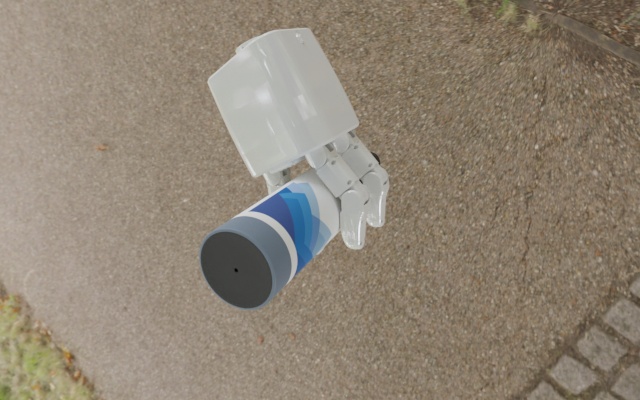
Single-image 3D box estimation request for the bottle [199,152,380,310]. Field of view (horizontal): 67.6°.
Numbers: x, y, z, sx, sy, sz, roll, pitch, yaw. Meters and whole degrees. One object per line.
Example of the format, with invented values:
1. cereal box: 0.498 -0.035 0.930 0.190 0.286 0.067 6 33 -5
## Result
1. bottle: 0.000 0.002 0.469 0.069 0.069 0.295 0 20 26
